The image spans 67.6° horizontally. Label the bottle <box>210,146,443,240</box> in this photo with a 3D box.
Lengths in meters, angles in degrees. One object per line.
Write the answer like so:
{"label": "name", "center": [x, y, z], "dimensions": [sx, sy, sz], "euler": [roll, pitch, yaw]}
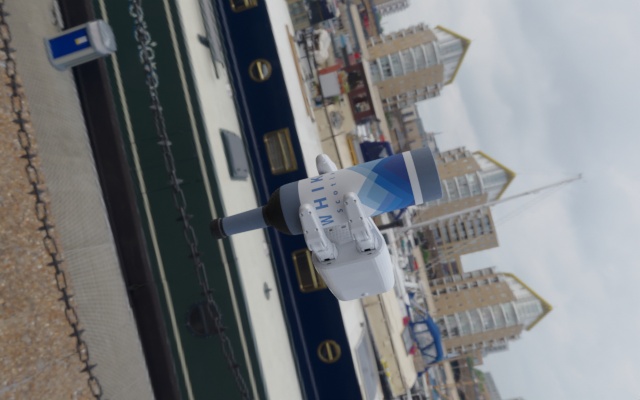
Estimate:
{"label": "bottle", "center": [0.000, 0.002, 0.606], "dimensions": [0.296, 0.069, 0.069], "euler": [-15, -2, 9]}
